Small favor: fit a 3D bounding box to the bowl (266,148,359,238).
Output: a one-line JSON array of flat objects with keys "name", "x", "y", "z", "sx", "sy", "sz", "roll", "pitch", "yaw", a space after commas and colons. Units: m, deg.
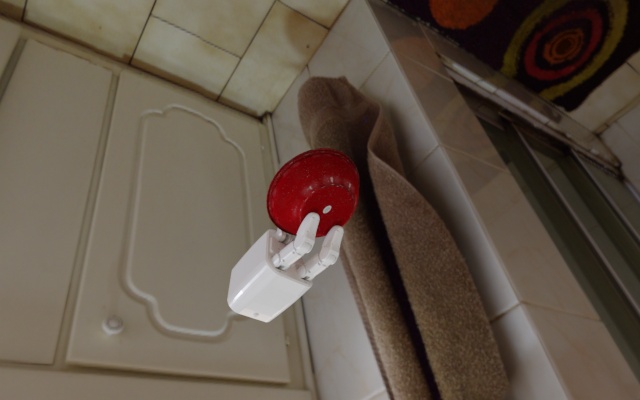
[{"name": "bowl", "x": 0.001, "y": 0.002, "z": 0.744, "sx": 0.162, "sy": 0.162, "sz": 0.055, "roll": 0, "pitch": 30, "yaw": -27}]
